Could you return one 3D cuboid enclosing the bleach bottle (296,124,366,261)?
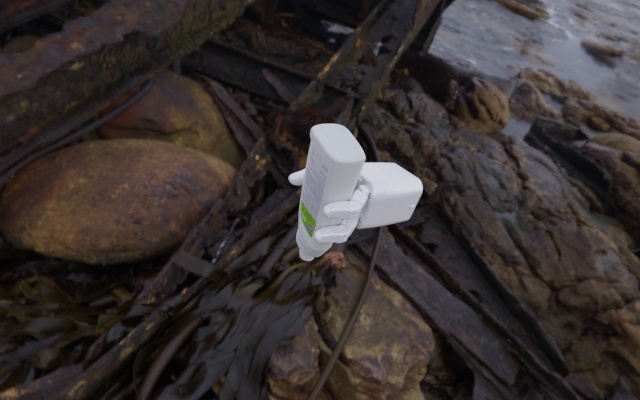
[{"bbox_3d":[0.000,0.003,0.804,0.068,0.251,0.102,-7,45,-26],"label":"bleach bottle"}]
